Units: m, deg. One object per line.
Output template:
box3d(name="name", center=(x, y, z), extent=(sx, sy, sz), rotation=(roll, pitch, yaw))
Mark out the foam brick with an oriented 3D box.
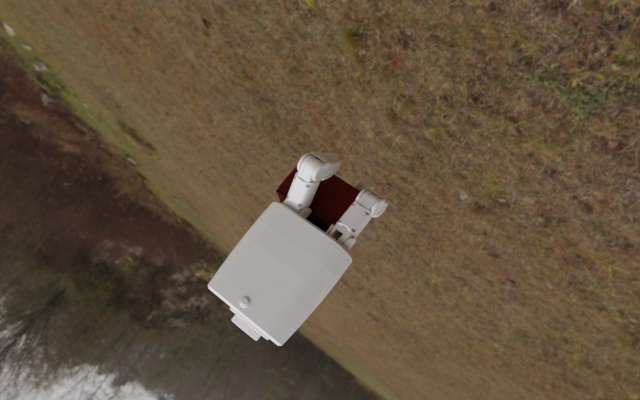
box3d(name="foam brick", center=(0.000, 0.001, 0.509), extent=(0.078, 0.051, 0.053), rotation=(34, -18, 20))
